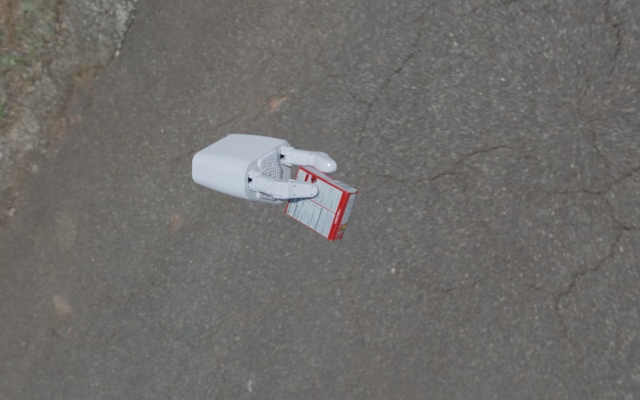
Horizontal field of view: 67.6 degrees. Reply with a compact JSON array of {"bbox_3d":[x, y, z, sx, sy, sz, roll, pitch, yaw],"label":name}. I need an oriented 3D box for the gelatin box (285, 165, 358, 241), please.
[{"bbox_3d":[0.000,0.002,0.650,0.089,0.073,0.030,29,23,30],"label":"gelatin box"}]
